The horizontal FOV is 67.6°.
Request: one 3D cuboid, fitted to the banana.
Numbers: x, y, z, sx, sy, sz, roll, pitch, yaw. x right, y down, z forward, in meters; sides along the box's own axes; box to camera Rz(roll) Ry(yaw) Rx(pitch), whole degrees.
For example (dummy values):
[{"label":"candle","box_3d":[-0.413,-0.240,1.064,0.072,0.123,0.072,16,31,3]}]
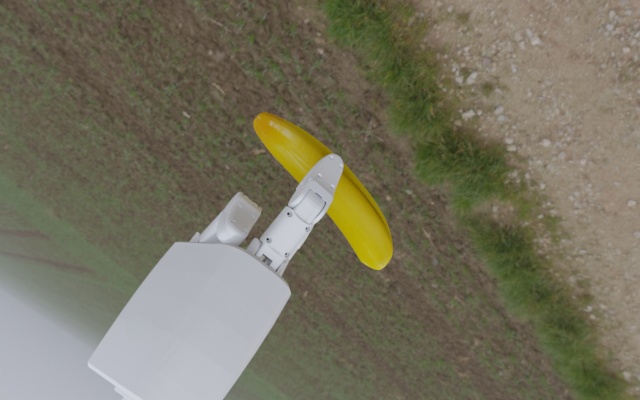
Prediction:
[{"label":"banana","box_3d":[0.015,0.005,0.406,0.069,0.037,0.198,4,-39,42]}]
